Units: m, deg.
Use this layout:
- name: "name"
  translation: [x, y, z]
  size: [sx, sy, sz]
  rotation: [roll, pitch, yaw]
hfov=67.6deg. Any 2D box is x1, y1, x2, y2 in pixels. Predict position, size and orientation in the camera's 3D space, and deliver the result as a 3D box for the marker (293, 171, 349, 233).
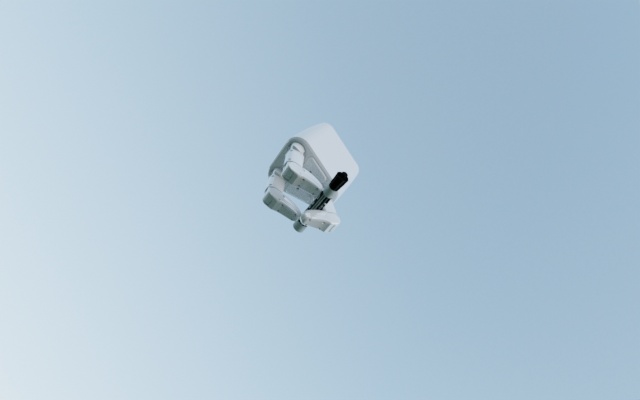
- name: "marker"
  translation: [0.000, 0.002, 0.668]
  size: [0.020, 0.020, 0.121]
  rotation: [0, -39, -45]
